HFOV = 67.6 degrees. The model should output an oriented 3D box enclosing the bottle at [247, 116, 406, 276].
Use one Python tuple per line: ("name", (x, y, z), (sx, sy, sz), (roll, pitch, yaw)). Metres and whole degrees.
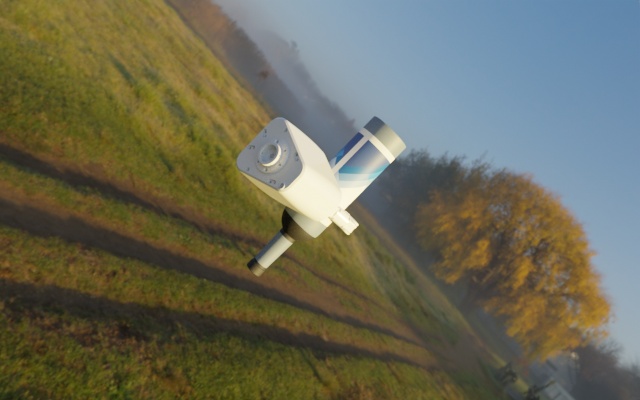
("bottle", (0.000, 0.002, 0.719), (0.069, 0.296, 0.069), (44, 4, -4))
